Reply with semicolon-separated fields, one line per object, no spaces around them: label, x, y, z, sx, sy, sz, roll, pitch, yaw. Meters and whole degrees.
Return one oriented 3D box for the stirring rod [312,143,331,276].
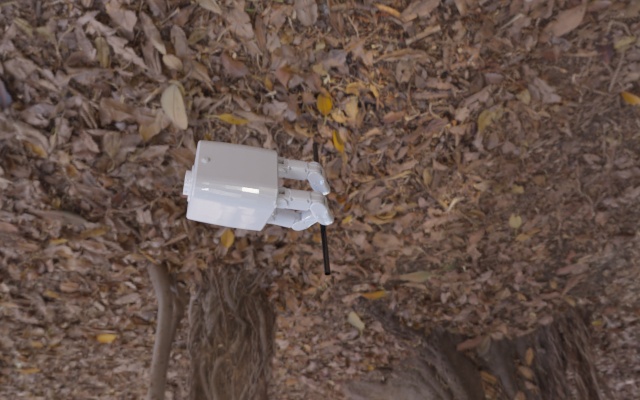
stirring rod;0.000;0.002;0.693;0.011;0.239;0.011;-3;-39;-3
